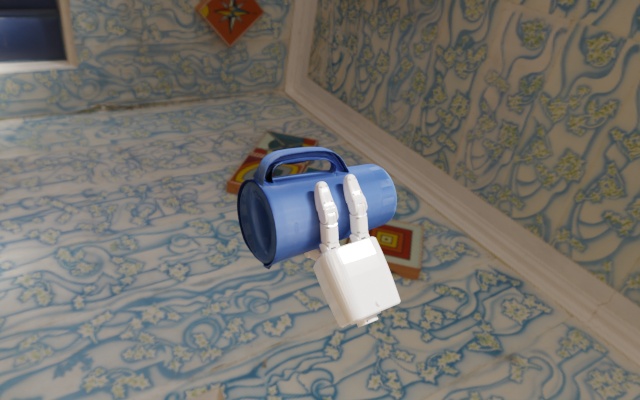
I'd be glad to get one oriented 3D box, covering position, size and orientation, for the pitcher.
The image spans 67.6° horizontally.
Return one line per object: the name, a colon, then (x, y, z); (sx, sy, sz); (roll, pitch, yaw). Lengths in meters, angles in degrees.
pitcher: (0.000, 0.003, 0.759); (0.243, 0.145, 0.149); (-13, -16, -31)
